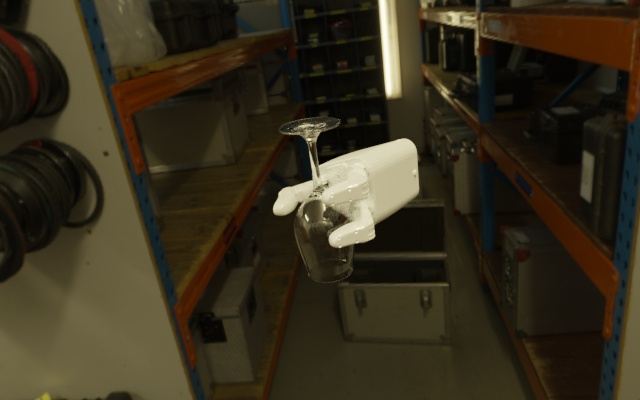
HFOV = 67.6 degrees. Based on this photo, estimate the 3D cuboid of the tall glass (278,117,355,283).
[{"bbox_3d":[0.000,0.001,0.601,0.079,0.201,0.079,-7,21,3],"label":"tall glass"}]
